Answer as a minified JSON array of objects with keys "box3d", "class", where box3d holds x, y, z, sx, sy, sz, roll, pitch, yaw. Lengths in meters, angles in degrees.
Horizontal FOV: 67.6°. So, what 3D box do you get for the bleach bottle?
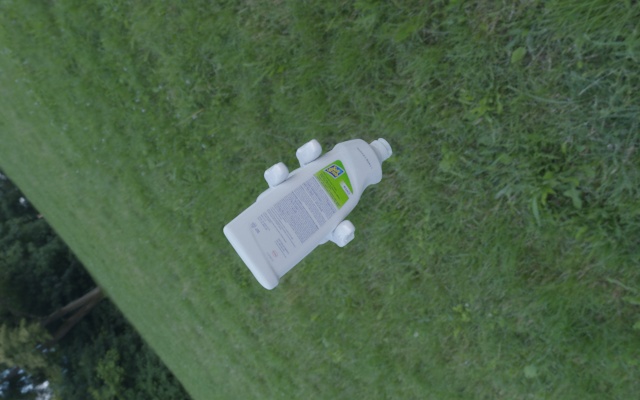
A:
[{"box3d":[0.000,0.002,0.640,0.251,0.102,0.068,-36,9,-17],"class":"bleach bottle"}]
